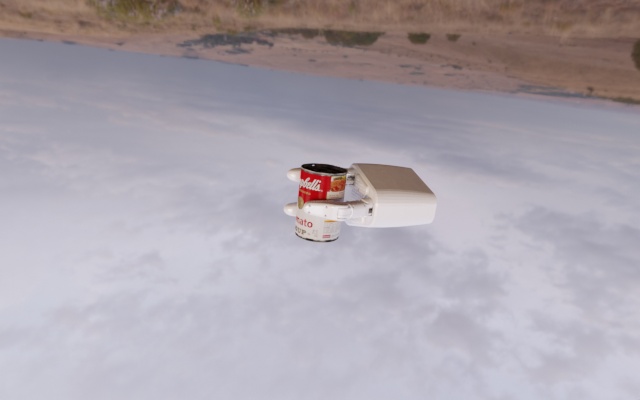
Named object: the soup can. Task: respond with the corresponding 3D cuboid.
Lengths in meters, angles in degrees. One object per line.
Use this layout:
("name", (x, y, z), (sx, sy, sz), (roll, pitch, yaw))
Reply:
("soup can", (0.000, 0.003, 0.695), (0.068, 0.102, 0.068), (6, 16, -2))
